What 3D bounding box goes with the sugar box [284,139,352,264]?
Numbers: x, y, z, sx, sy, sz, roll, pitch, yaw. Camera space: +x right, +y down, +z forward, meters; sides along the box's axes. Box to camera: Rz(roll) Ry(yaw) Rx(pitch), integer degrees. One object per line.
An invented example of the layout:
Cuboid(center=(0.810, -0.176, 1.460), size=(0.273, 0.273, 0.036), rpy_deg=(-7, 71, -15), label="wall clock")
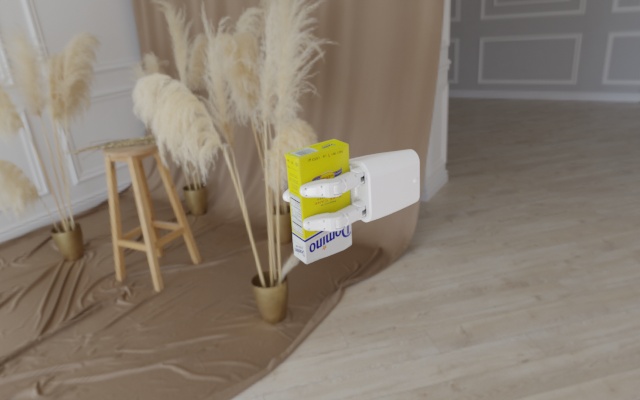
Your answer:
Cuboid(center=(0.001, 0.002, 0.737), size=(0.093, 0.176, 0.048), rpy_deg=(-19, 26, -29), label="sugar box")
